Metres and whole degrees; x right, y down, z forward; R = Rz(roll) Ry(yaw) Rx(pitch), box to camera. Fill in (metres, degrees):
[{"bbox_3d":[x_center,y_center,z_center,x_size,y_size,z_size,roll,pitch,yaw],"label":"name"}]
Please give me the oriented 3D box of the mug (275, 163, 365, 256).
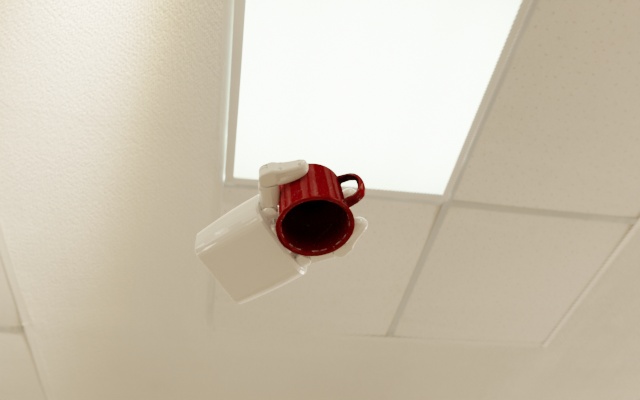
[{"bbox_3d":[0.001,0.001,0.584,0.117,0.093,0.081,-29,36,15],"label":"mug"}]
